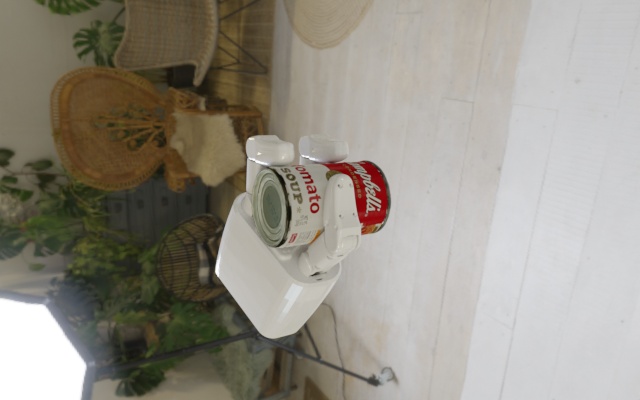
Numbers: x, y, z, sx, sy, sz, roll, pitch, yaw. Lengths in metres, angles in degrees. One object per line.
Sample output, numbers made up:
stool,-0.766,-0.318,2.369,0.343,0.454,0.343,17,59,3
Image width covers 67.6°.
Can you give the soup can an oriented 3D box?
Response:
soup can,0.000,0.001,0.411,0.102,0.068,0.068,-6,3,-31
